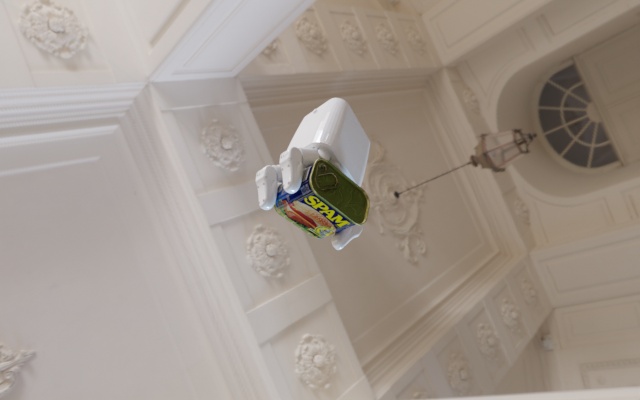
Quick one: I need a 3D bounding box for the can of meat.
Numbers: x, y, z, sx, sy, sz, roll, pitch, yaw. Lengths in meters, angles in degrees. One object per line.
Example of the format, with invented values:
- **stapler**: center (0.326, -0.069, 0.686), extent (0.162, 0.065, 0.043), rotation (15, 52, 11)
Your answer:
- **can of meat**: center (0.000, 0.002, 0.638), extent (0.102, 0.057, 0.084), rotation (37, -41, -26)
